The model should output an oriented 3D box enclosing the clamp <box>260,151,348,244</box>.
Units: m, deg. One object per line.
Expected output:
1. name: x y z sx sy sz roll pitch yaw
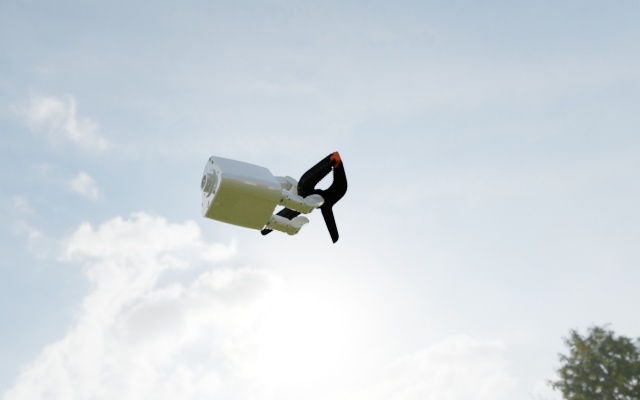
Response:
1. clamp: 0.000 0.002 0.889 0.164 0.210 0.036 14 35 -29
